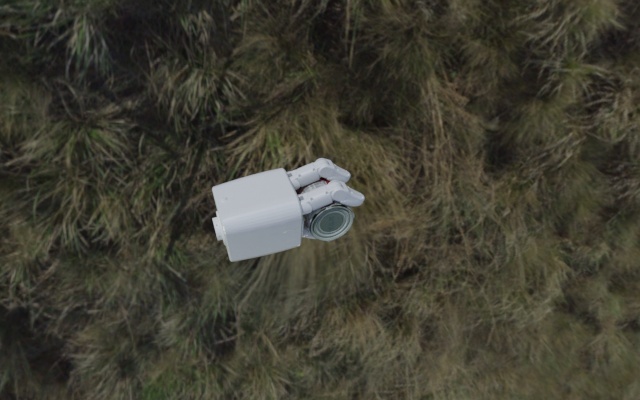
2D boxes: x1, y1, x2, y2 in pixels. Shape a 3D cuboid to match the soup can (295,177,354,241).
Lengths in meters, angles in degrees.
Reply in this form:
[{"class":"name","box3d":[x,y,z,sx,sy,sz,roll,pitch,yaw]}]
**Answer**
[{"class":"soup can","box3d":[0.001,0.002,0.708,0.068,0.068,0.102,0,38,-24]}]
